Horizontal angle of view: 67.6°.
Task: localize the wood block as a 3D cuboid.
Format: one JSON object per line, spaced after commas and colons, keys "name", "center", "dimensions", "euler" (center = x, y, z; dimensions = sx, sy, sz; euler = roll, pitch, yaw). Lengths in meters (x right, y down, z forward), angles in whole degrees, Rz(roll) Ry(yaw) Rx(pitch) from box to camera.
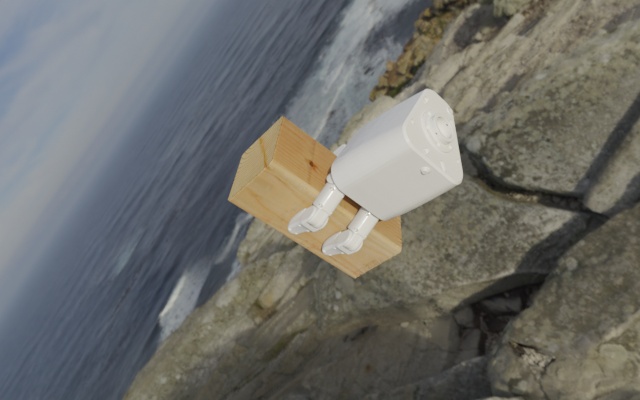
{"name": "wood block", "center": [0.000, 0.002, 0.609], "dimensions": [0.206, 0.090, 0.090], "euler": [35, -51, -24]}
